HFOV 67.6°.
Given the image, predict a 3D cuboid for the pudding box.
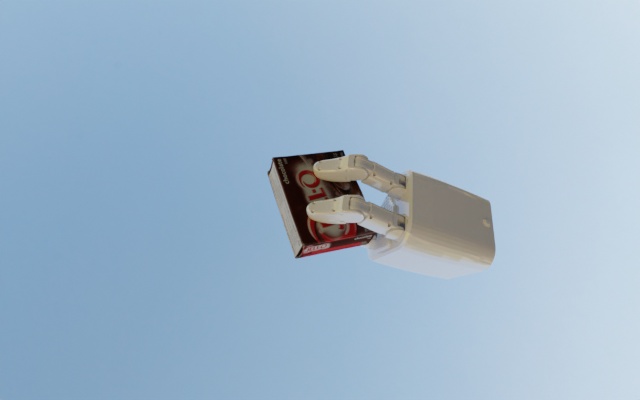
[{"bbox_3d":[0.000,0.002,0.528,0.090,0.113,0.039,-8,-30,-26],"label":"pudding box"}]
